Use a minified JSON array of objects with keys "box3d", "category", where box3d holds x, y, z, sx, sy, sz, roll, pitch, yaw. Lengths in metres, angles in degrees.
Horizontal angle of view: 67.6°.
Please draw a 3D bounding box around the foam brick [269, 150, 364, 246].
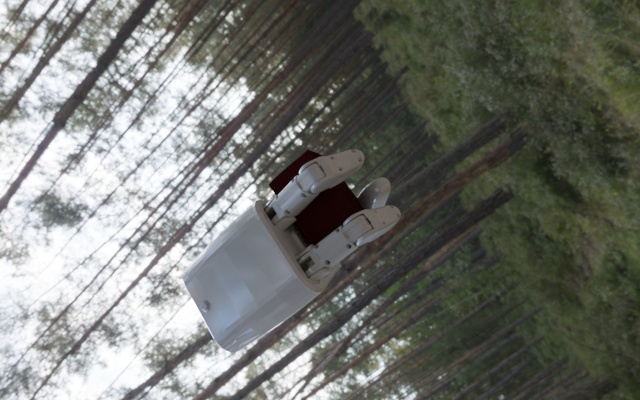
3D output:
[{"box3d":[0.000,0.001,0.440,0.051,0.078,0.053,-39,-19,14],"category":"foam brick"}]
